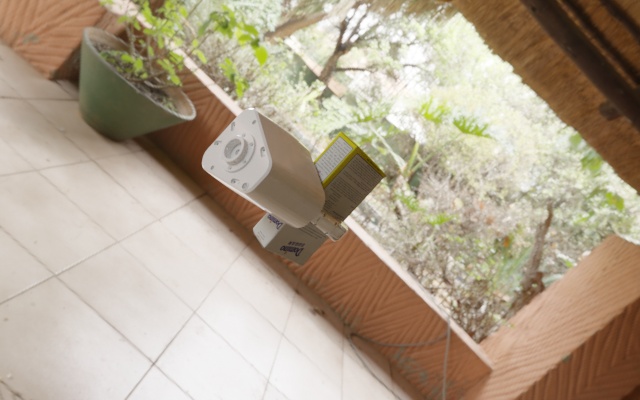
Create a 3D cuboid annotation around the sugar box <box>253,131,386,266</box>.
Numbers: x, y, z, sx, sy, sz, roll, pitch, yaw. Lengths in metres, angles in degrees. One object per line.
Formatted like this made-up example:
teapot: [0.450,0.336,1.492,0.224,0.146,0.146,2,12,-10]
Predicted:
sugar box: [0.000,0.002,0.639,0.093,0.176,0.048,35,12,-51]
